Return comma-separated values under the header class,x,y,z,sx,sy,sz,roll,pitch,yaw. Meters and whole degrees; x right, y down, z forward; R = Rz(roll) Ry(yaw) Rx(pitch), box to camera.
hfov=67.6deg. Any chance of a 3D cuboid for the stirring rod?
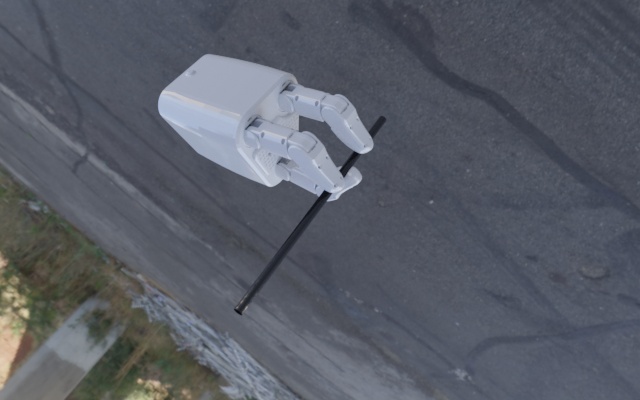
class,x,y,z,sx,sy,sz,roll,pitch,yaw
stirring rod,0.000,0.001,0.422,0.011,0.011,0.239,0,44,47
